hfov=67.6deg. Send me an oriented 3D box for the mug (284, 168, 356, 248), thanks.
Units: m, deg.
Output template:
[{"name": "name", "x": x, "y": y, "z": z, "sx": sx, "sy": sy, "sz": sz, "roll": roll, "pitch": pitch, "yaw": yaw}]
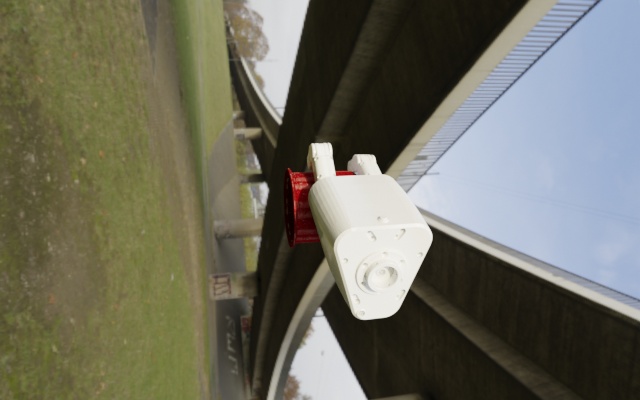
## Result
[{"name": "mug", "x": 0.000, "y": 0.001, "z": 0.575, "sx": 0.081, "sy": 0.093, "sz": 0.117, "roll": -3, "pitch": 26, "yaw": -11}]
